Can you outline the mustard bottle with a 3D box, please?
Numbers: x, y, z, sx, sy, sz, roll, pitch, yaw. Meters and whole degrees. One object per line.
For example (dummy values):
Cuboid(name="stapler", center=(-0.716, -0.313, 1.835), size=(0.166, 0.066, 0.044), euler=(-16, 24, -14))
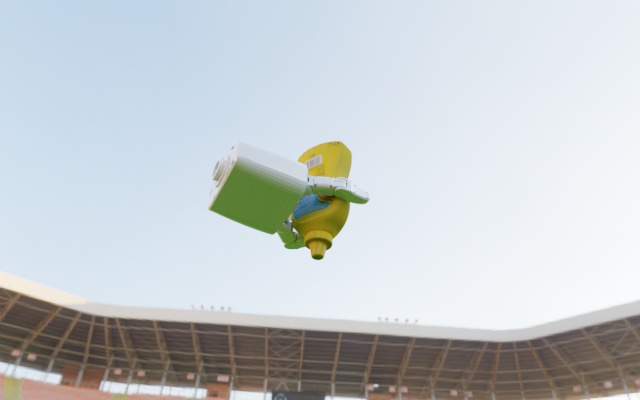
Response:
Cuboid(name="mustard bottle", center=(0.000, 0.002, 0.723), size=(0.096, 0.191, 0.058), euler=(-20, -42, 29))
